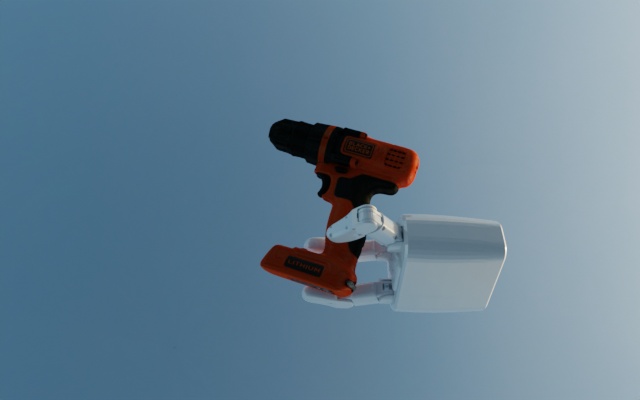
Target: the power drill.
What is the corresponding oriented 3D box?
[{"bbox_3d":[0.000,0.002,0.544,0.184,0.187,0.057,16,-13,17],"label":"power drill"}]
